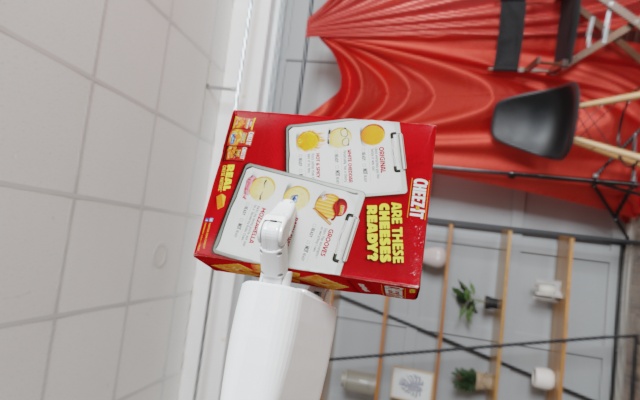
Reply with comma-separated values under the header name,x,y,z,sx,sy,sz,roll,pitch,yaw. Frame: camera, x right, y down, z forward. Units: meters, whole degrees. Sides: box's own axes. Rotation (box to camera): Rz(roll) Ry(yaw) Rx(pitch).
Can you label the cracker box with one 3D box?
name,x,y,z,sx,sy,sz,roll,pitch,yaw
cracker box,0.000,0.002,0.484,0.213,0.164,0.072,6,-20,12
